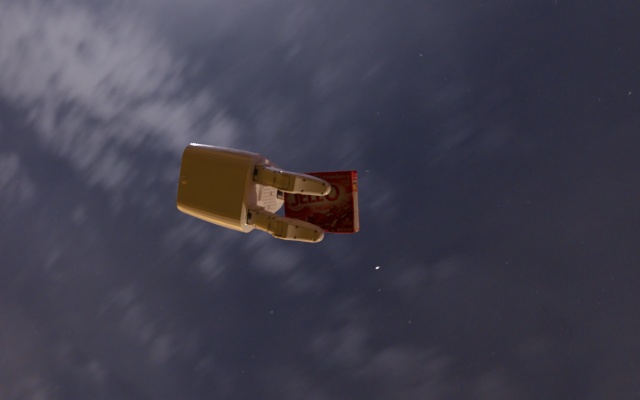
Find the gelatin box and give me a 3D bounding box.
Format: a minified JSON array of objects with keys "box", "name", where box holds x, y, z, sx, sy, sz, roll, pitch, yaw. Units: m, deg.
[{"box":[0.001,0.002,0.574,0.089,0.073,0.030,-1,4,18],"name":"gelatin box"}]
